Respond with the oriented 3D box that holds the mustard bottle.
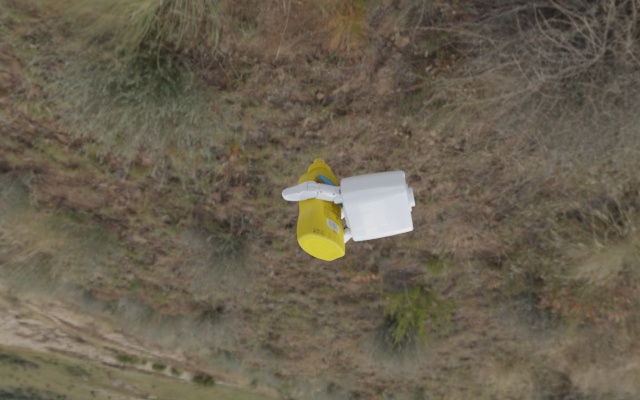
[{"bbox_3d":[0.000,0.003,0.840,0.058,0.191,0.096,-26,-42,30],"label":"mustard bottle"}]
